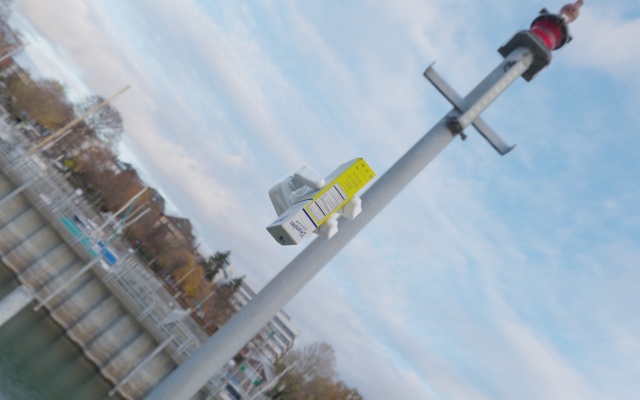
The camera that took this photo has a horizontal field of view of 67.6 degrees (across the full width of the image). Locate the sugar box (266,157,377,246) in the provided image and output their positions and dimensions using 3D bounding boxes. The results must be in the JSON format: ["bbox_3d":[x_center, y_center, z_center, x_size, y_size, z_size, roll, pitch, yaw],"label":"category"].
[{"bbox_3d":[0.000,0.003,0.767,0.176,0.048,0.093,-43,10,-19],"label":"sugar box"}]
